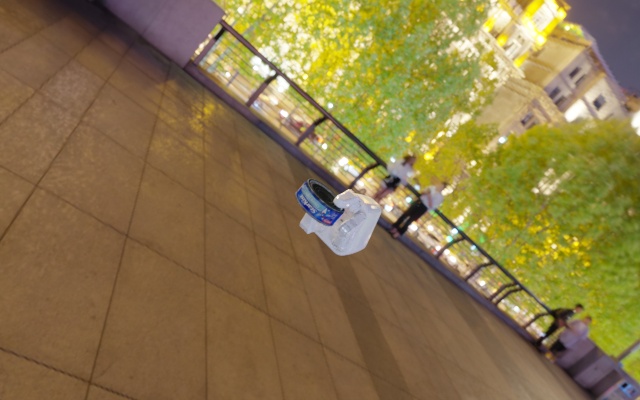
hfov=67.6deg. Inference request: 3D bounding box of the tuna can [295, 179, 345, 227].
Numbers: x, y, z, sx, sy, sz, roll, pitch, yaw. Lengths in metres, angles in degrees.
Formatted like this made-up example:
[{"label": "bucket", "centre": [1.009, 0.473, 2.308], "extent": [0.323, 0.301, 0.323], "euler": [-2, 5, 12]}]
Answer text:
[{"label": "tuna can", "centre": [0.000, 0.002, 0.814], "extent": [0.086, 0.034, 0.086], "euler": [37, 18, -14]}]
